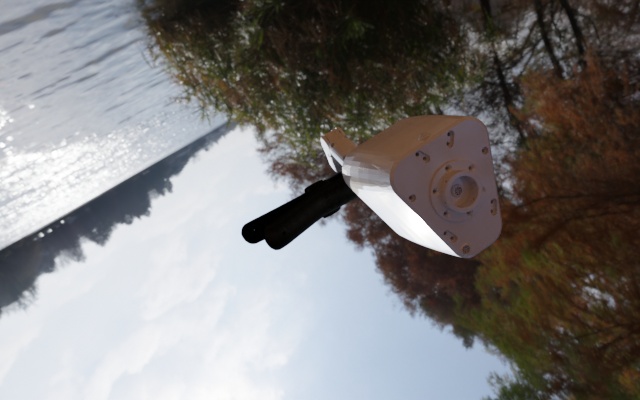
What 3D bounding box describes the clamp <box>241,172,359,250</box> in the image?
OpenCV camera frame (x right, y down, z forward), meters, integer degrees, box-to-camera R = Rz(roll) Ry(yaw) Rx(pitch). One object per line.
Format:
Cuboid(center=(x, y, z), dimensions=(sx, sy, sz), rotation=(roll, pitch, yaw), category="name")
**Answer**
Cuboid(center=(0.000, 0.002, 0.486), dimensions=(0.171, 0.039, 0.120), rotation=(-32, 15, -9), category="clamp")
